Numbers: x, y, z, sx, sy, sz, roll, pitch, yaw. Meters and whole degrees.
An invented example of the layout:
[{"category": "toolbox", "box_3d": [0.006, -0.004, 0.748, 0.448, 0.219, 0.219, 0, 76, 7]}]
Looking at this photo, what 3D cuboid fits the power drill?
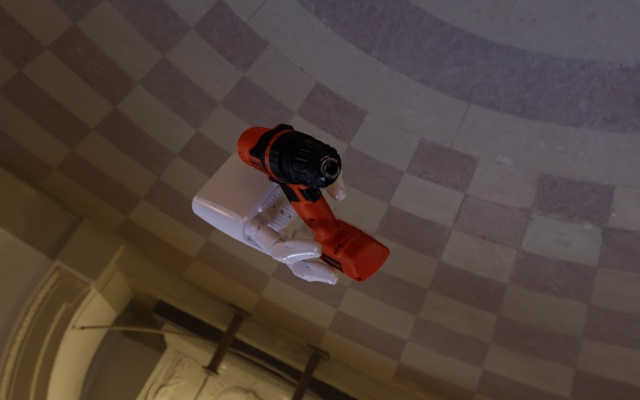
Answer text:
[{"category": "power drill", "box_3d": [0.000, 0.002, 0.512, 0.057, 0.188, 0.184, -41, 29, -13]}]
